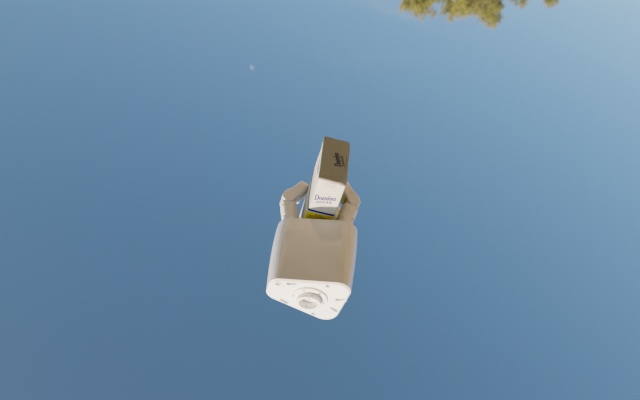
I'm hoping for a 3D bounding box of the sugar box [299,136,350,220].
[{"bbox_3d":[0.001,0.003,0.712,0.048,0.093,0.176,15,-45,-7],"label":"sugar box"}]
